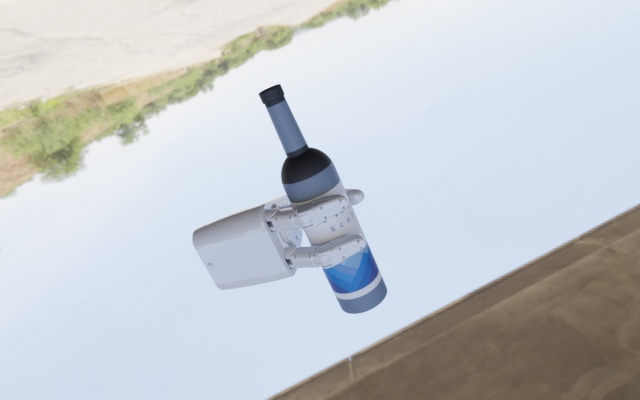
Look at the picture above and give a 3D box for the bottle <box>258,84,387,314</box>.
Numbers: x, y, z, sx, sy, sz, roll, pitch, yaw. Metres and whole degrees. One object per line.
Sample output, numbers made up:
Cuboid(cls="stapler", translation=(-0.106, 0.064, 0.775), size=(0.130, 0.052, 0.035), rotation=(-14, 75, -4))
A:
Cuboid(cls="bottle", translation=(0.000, 0.002, 0.580), size=(0.069, 0.296, 0.069), rotation=(-21, 20, 8))
